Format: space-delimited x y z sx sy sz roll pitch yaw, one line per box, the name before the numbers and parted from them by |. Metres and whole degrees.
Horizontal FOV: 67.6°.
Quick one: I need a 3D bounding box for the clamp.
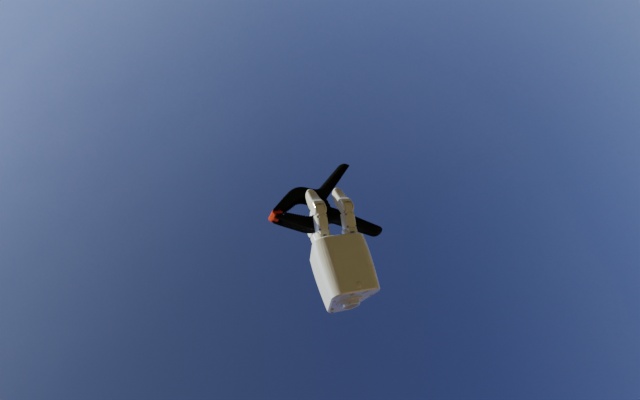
clamp | -0.001 0.004 0.893 0.210 0.164 0.036 -4 -31 -26
